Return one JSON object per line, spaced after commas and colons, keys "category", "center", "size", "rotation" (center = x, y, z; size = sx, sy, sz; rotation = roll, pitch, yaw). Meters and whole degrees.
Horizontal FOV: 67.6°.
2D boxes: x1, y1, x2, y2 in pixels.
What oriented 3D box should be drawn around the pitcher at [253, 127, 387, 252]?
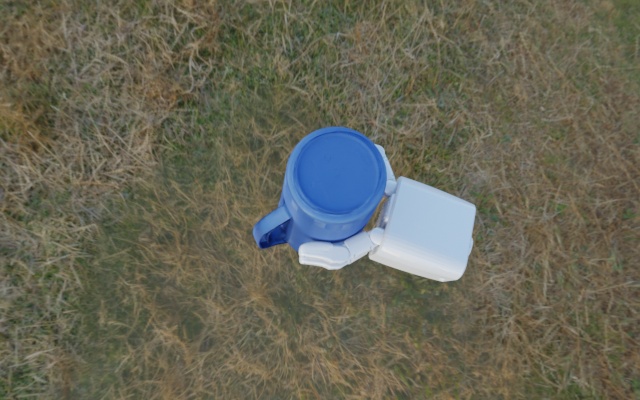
{"category": "pitcher", "center": [0.000, 0.002, 0.611], "size": [0.145, 0.149, 0.243], "rotation": [20, -13, 1]}
